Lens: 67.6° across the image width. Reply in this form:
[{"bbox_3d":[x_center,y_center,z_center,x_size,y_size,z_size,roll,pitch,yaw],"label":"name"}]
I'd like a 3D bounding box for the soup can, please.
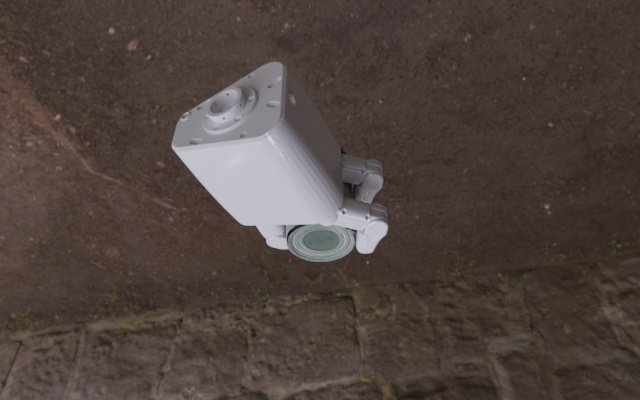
[{"bbox_3d":[0.000,0.002,0.483,0.068,0.102,0.069,-1,-40,-1],"label":"soup can"}]
